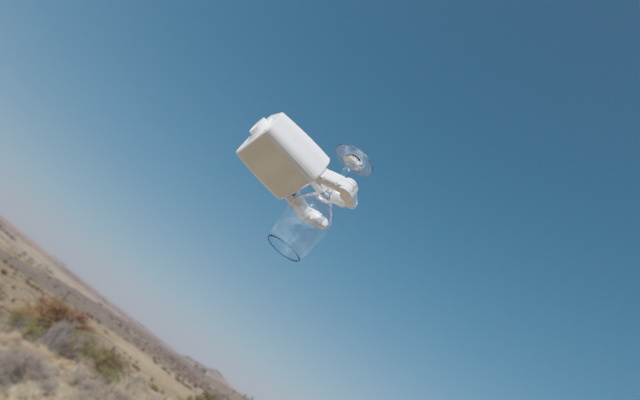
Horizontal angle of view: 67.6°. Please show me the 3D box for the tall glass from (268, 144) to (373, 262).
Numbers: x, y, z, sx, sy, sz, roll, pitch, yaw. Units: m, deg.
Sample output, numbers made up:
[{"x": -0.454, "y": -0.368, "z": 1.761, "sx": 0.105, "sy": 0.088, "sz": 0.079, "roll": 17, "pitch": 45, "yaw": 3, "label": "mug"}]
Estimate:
[{"x": 0.001, "y": 0.002, "z": 0.767, "sx": 0.079, "sy": 0.201, "sz": 0.079, "roll": 31, "pitch": -24, "yaw": 16, "label": "tall glass"}]
